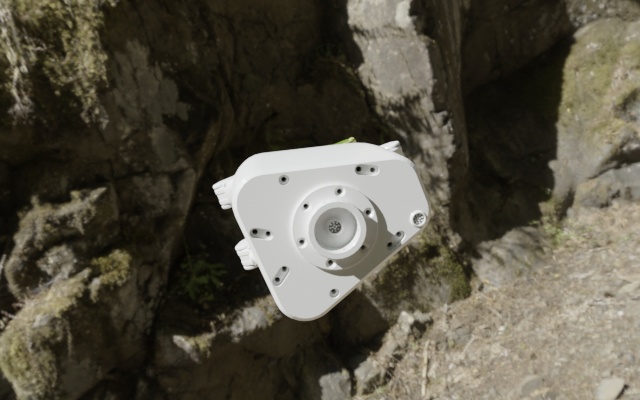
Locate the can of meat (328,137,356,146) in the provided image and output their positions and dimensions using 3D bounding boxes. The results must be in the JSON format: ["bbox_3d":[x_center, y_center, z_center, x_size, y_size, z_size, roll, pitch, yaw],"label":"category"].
[{"bbox_3d":[0.000,0.001,0.419,0.102,0.084,0.057,-23,11,0],"label":"can of meat"}]
